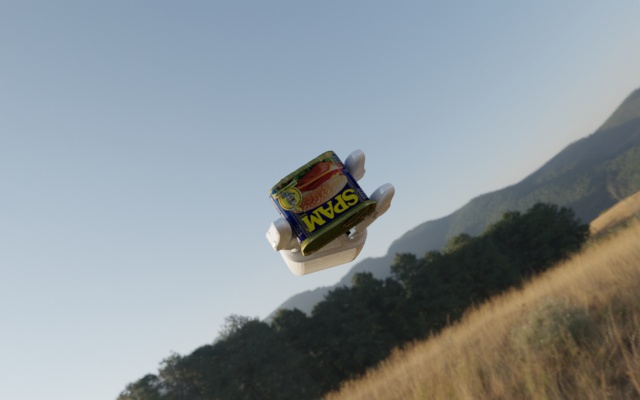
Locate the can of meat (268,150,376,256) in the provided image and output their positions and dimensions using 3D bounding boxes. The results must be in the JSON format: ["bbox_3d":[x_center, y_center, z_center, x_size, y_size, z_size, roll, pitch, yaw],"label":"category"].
[{"bbox_3d":[0.000,0.002,0.567,0.102,0.084,0.057,-32,-17,-8],"label":"can of meat"}]
